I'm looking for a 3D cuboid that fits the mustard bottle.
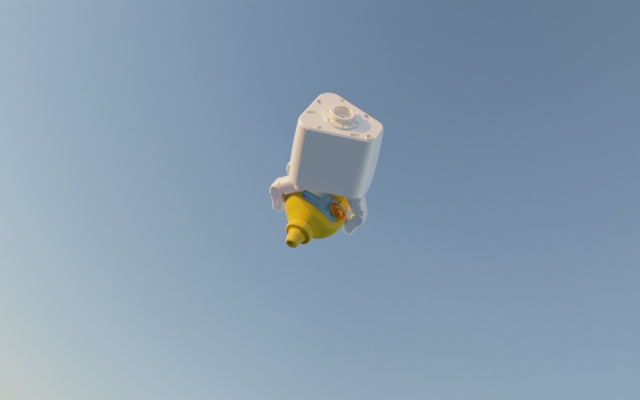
[{"bbox_3d":[0.000,0.002,0.742,0.058,0.096,0.191,-42,9,49],"label":"mustard bottle"}]
